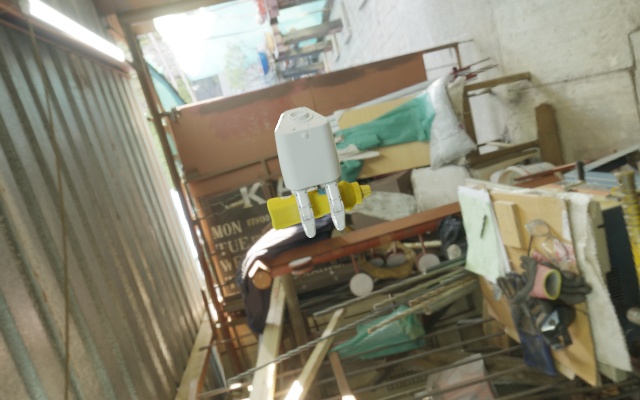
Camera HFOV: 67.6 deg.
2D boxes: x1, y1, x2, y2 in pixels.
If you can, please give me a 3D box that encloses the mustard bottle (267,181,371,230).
[{"bbox_3d":[0.000,0.003,0.884,0.191,0.058,0.096,-15,6,-5],"label":"mustard bottle"}]
